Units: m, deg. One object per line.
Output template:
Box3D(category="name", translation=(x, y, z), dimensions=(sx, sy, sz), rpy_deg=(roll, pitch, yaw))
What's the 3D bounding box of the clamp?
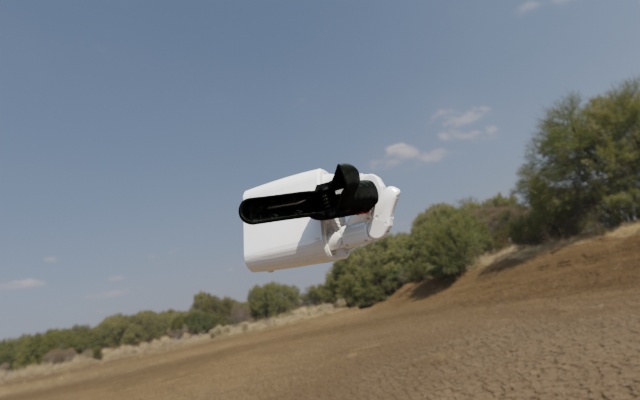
Box3D(category="clamp", translation=(0.000, 0.001, 0.481), dimensions=(0.120, 0.039, 0.171), rpy_deg=(-11, -11, 18))
